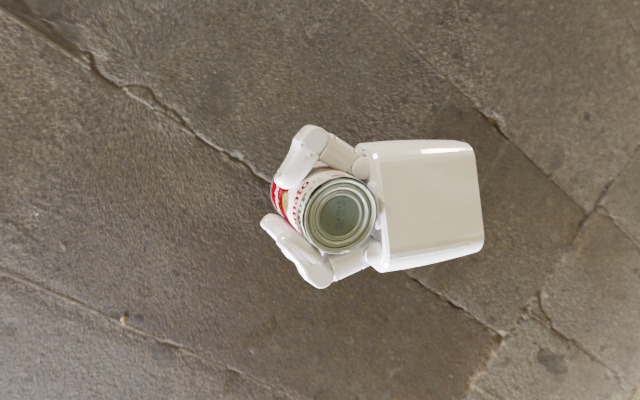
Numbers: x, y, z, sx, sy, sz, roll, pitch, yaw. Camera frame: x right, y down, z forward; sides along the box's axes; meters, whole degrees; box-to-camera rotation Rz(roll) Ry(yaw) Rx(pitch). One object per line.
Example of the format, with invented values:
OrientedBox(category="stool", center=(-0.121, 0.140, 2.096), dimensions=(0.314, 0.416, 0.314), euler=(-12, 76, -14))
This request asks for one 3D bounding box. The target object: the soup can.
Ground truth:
OrientedBox(category="soup can", center=(0.000, 0.001, 0.433), dimensions=(0.068, 0.068, 0.102), euler=(0, 14, -21))
